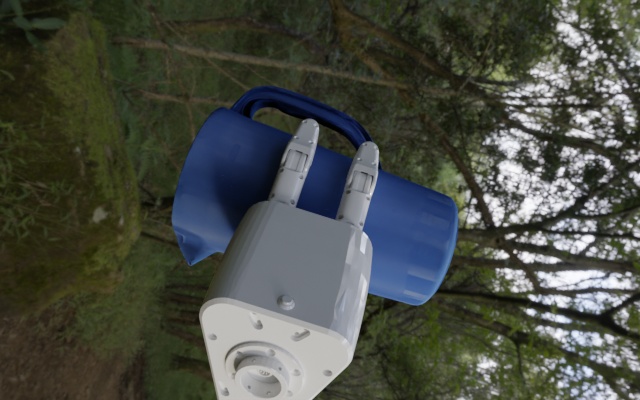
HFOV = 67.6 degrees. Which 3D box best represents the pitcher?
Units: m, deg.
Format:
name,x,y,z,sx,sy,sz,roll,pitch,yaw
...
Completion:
name,x,y,z,sx,sy,sz,roll,pitch,yaw
pitcher,0.000,0.002,0.452,0.243,0.149,0.145,18,30,0
